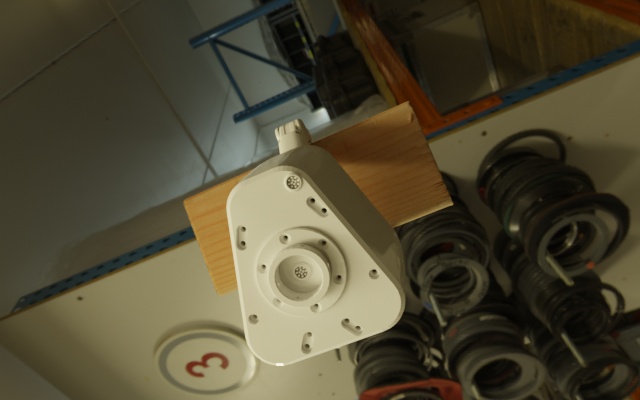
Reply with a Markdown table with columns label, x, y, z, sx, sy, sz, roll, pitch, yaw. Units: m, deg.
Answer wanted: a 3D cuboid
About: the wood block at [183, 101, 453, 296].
| label | x | y | z | sx | sy | sz | roll | pitch | yaw |
| --- | --- | --- | --- | --- | --- | --- | --- | --- | --- |
| wood block | 0.000 | 0.001 | 0.427 | 0.206 | 0.091 | 0.090 | -22 | -4 | 9 |
